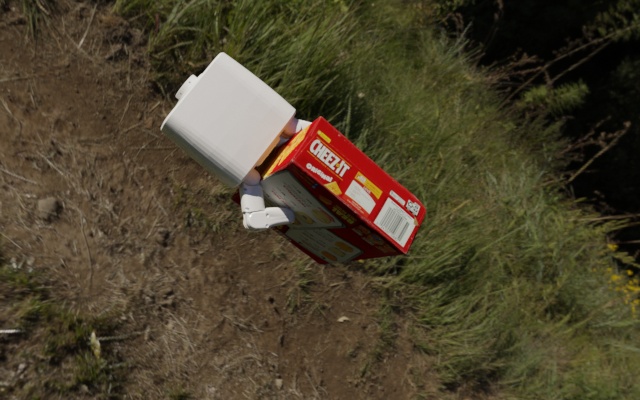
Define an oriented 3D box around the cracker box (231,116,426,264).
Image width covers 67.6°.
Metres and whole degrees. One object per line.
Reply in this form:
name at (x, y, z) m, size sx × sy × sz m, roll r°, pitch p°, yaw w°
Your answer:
cracker box at (0.000, 0.002, 0.591) m, size 0.164 × 0.072 × 0.214 m, roll 38°, pitch -24°, yaw -15°
